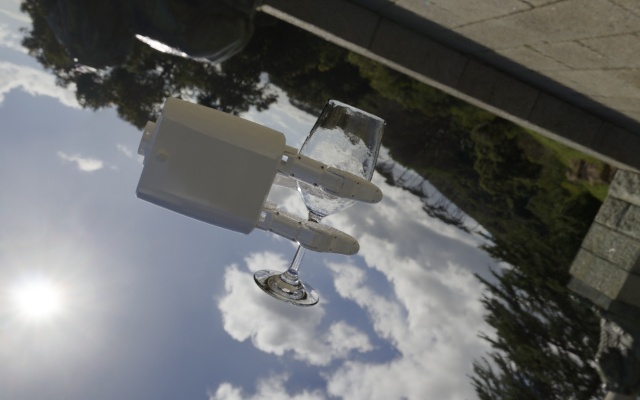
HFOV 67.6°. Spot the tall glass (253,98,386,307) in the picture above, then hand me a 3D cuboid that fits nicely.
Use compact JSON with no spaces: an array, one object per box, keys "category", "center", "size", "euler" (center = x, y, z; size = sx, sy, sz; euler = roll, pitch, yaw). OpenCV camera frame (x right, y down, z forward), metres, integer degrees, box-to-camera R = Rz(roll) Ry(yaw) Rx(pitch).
[{"category":"tall glass","center":[0.000,0.002,0.486],"size":[0.079,0.201,0.079],"euler":[21,10,-4]}]
